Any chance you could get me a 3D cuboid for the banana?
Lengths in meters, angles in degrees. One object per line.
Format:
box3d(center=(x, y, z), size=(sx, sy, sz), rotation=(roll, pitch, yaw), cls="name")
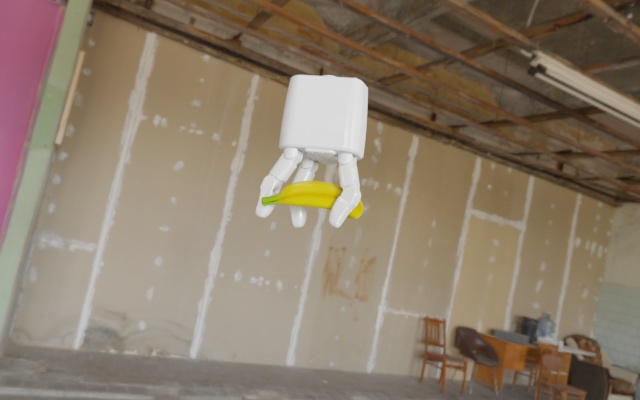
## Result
box3d(center=(0.011, -0.001, 0.687), size=(0.069, 0.037, 0.198), rotation=(-10, -15, 43), cls="banana")
